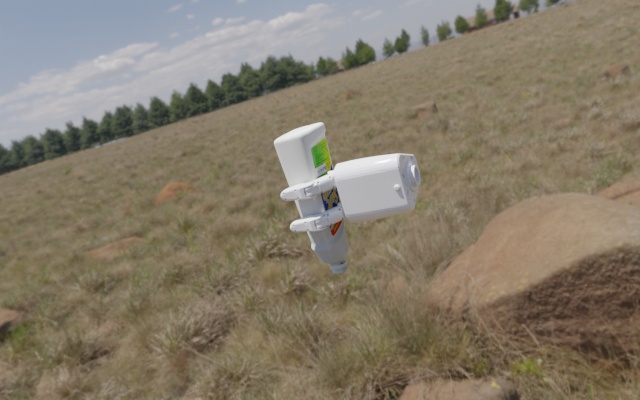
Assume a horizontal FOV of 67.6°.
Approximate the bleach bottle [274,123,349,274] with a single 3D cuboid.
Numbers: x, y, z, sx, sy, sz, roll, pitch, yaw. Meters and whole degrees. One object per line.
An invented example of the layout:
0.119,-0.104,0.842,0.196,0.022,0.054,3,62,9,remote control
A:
0.000,0.003,0.809,0.068,0.251,0.102,-10,17,27,bleach bottle
